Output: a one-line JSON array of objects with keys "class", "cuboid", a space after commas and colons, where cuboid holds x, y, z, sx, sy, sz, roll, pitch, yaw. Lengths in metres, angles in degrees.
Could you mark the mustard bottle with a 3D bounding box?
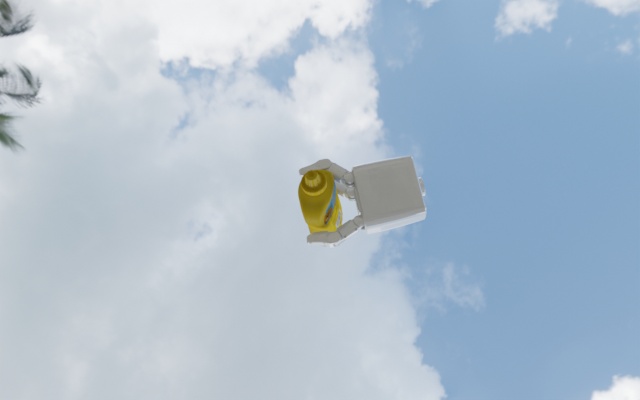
[{"class": "mustard bottle", "cuboid": [0.000, 0.003, 0.813, 0.058, 0.096, 0.192, 10, -24, 13]}]
